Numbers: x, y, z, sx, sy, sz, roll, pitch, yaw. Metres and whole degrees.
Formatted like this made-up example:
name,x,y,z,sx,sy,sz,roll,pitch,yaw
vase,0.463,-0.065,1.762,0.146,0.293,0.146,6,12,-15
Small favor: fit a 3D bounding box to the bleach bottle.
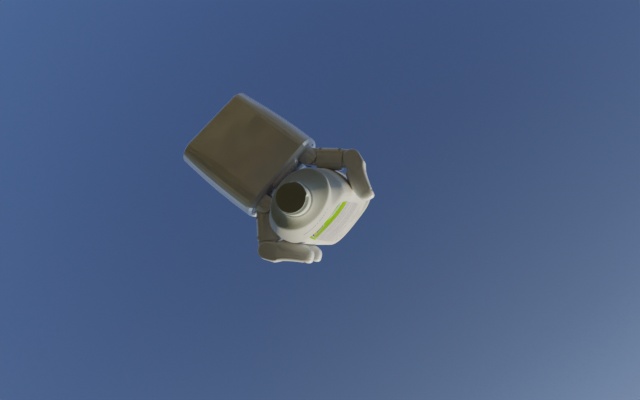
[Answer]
name,x,y,z,sx,sy,sz,roll,pitch,yaw
bleach bottle,0.000,0.002,0.544,0.068,0.102,0.251,37,2,11
